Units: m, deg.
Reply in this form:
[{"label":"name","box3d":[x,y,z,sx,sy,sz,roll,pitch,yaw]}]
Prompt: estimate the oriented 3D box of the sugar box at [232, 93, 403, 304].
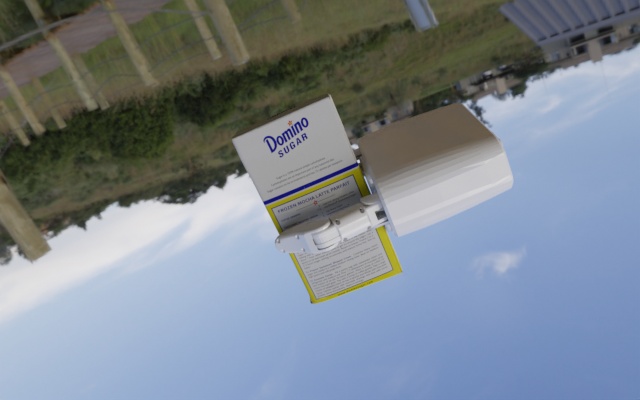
[{"label":"sugar box","box3d":[0.000,0.001,0.438,0.093,0.176,0.048,-22,15,6]}]
